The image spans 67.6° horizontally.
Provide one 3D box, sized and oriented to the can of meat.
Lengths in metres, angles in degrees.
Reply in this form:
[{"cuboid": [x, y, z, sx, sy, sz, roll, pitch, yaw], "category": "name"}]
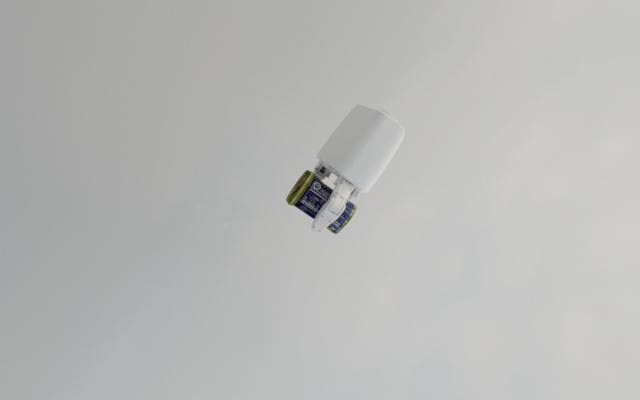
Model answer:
[{"cuboid": [0.000, 0.003, 0.710, 0.084, 0.057, 0.102, 35, 1, -9], "category": "can of meat"}]
